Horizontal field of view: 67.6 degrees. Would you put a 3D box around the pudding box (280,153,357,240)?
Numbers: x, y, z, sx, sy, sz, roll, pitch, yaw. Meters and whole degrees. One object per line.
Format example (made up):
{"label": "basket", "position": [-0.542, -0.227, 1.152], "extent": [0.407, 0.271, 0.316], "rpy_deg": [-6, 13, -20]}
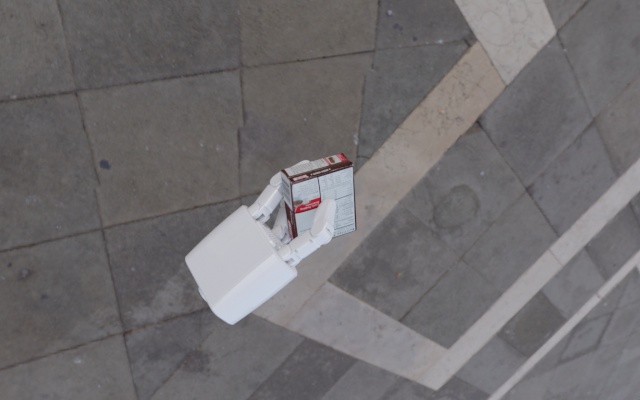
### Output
{"label": "pudding box", "position": [0.000, 0.002, 0.634], "extent": [0.090, 0.114, 0.039], "rpy_deg": [-18, 39, -17]}
